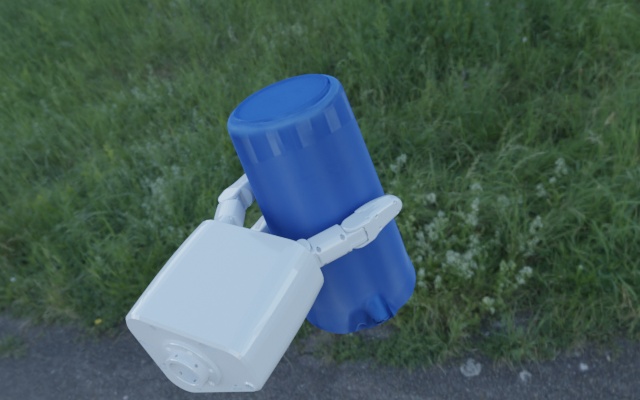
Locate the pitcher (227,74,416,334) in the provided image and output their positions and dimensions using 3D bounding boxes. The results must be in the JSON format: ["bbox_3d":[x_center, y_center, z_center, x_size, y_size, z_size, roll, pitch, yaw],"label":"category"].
[{"bbox_3d":[0.000,0.002,0.486,0.149,0.243,0.145,0,37,32],"label":"pitcher"}]
